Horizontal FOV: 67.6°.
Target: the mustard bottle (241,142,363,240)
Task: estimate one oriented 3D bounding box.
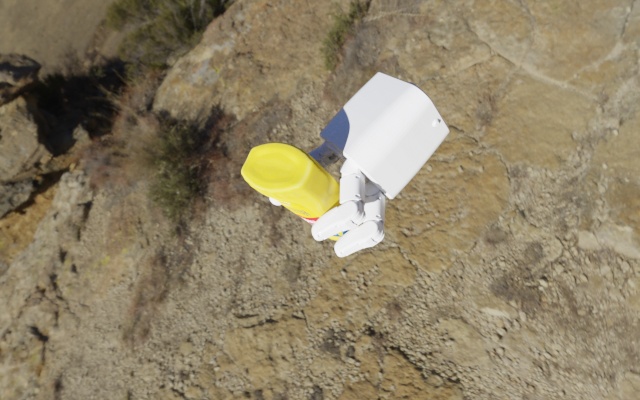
[{"bbox_3d":[0.000,0.002,0.562,0.096,0.058,0.192,14,-15,38],"label":"mustard bottle"}]
